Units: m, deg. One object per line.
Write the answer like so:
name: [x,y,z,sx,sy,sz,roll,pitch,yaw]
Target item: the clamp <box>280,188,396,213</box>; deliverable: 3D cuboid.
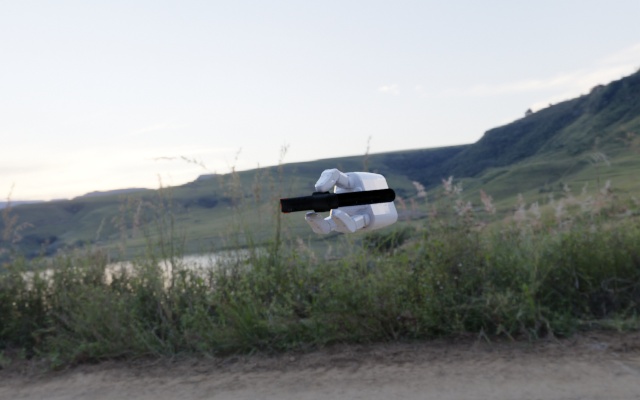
clamp: [0.000,0.002,0.816,0.210,0.036,0.164,-6,-1,36]
